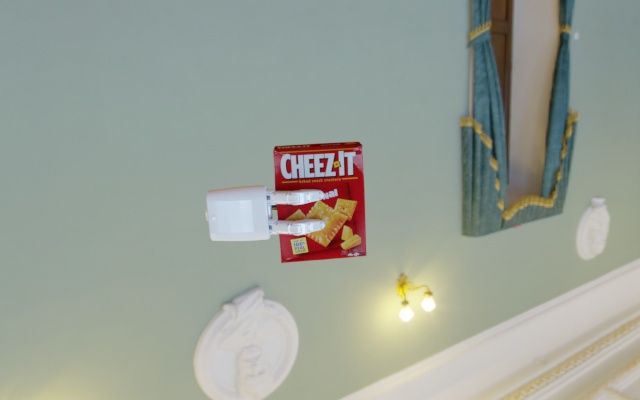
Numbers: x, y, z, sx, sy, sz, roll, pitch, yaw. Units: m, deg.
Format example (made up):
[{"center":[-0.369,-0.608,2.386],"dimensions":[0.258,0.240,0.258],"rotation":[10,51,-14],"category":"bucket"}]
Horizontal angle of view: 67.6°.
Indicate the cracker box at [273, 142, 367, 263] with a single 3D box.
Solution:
[{"center":[0.000,0.003,0.892],"dimensions":[0.164,0.214,0.072],"rotation":[-4,12,-2],"category":"cracker box"}]
